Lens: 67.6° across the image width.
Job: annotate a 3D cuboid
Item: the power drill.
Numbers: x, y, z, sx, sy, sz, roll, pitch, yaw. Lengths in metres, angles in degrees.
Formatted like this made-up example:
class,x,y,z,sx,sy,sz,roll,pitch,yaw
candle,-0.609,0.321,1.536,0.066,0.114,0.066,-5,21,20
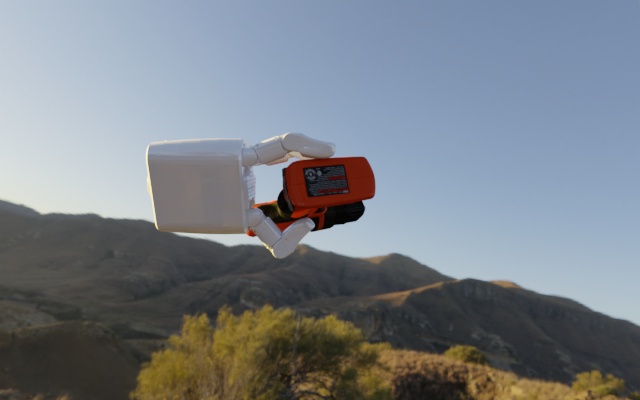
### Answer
class,x,y,z,sx,sy,sz,roll,pitch,yaw
power drill,0.000,0.002,0.620,0.184,0.057,0.188,-8,-15,-21
